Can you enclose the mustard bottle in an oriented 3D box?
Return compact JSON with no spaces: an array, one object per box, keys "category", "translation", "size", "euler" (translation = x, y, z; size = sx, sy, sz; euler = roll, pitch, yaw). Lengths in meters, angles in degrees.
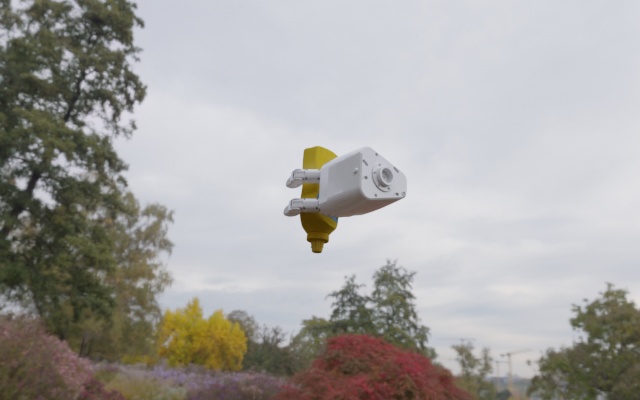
[{"category":"mustard bottle","translation":[0.000,0.003,0.882],"size":[0.058,0.191,0.096],"euler":[-8,-23,28]}]
